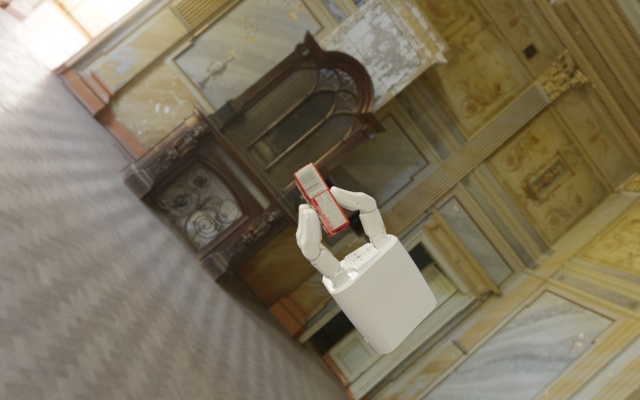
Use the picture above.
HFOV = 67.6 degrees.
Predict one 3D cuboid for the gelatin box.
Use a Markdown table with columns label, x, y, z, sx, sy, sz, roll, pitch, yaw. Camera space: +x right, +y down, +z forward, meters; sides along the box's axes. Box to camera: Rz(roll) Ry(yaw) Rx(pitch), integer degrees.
| label | x | y | z | sx | sy | sz | roll | pitch | yaw |
| --- | --- | --- | --- | --- | --- | --- | --- | --- | --- |
| gelatin box | 0.000 | 0.001 | 0.605 | 0.030 | 0.089 | 0.073 | -31 | -4 | -4 |
